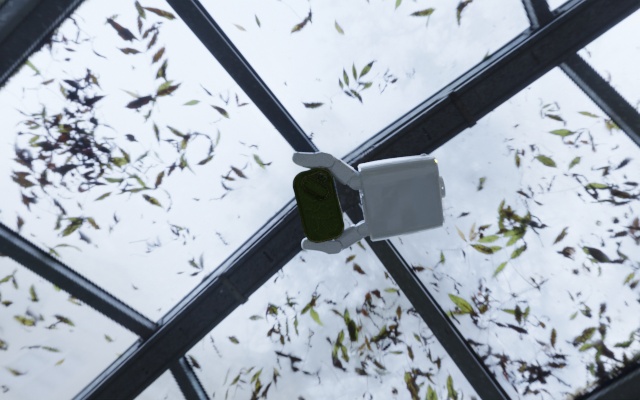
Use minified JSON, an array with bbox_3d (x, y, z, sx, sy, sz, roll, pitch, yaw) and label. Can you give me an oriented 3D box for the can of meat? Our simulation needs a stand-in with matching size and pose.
[{"bbox_3d":[0.000,0.002,0.692,0.057,0.102,0.084,-14,6,6],"label":"can of meat"}]
